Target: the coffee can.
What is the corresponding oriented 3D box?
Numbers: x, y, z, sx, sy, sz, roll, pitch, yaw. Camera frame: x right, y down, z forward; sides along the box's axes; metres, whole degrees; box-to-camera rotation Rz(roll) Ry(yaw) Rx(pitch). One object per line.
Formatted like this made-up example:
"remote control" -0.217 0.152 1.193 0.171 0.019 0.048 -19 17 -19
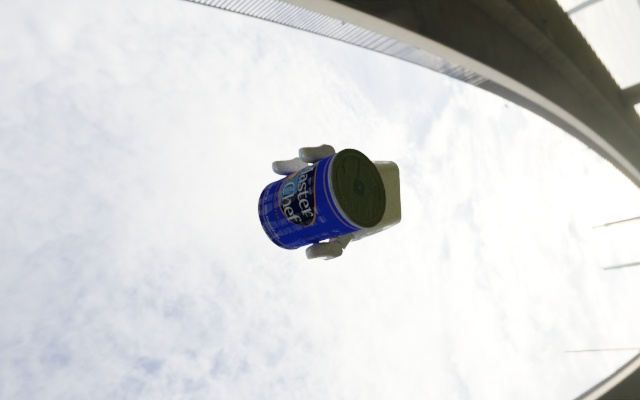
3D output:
"coffee can" 0.000 0.002 0.630 0.140 0.102 0.103 -20 -14 41
